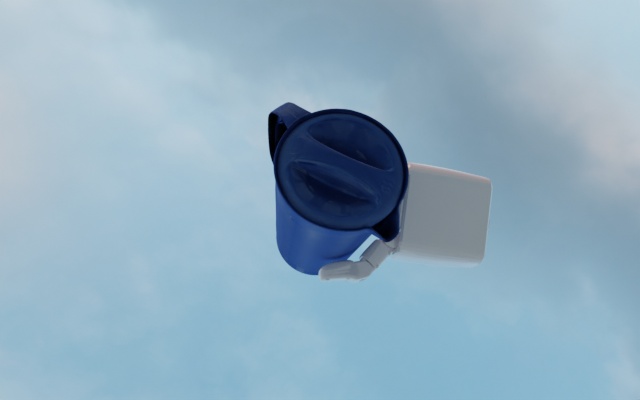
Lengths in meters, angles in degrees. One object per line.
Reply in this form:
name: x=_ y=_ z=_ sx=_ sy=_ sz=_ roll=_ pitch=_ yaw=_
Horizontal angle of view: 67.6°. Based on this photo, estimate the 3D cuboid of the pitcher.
pitcher: x=0.000 y=0.002 z=0.568 sx=0.145 sy=0.149 sz=0.243 roll=7 pitch=-23 yaw=-6
